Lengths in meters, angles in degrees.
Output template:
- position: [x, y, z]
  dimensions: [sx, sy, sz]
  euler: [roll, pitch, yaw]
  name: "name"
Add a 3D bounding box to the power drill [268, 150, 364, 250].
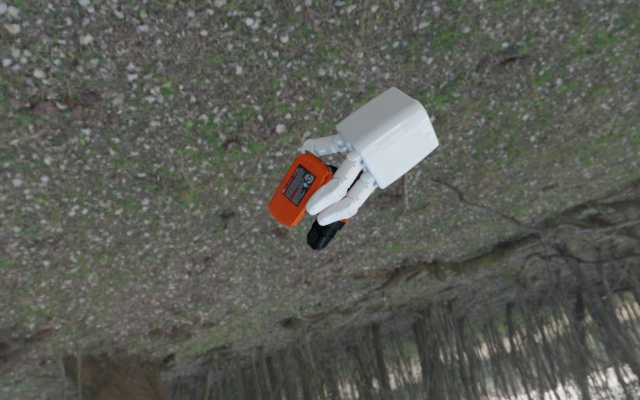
- position: [0.000, 0.002, 0.743]
  dimensions: [0.057, 0.184, 0.187]
  euler: [37, 14, 24]
  name: "power drill"
